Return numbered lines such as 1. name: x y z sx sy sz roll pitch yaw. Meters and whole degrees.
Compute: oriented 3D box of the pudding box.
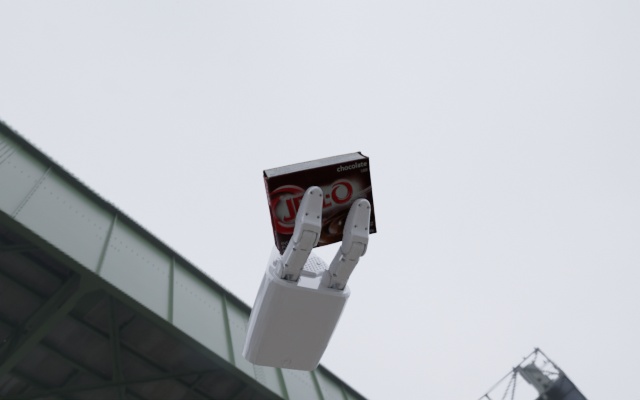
1. pudding box: 0.000 0.002 0.517 0.113 0.090 0.039 -13 23 -12
